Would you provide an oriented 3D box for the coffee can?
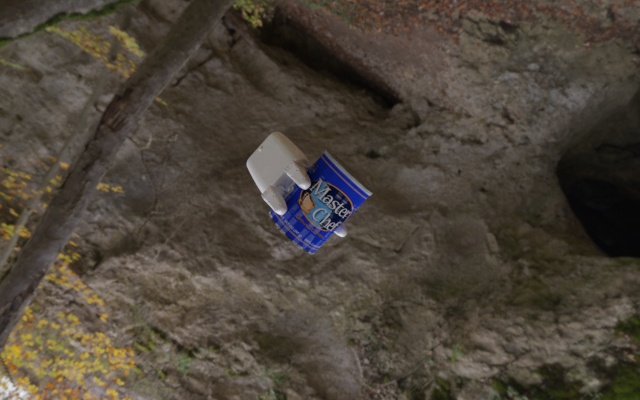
[{"bbox_3d":[0.000,0.003,0.776,0.103,0.140,0.103,42,8,-7],"label":"coffee can"}]
